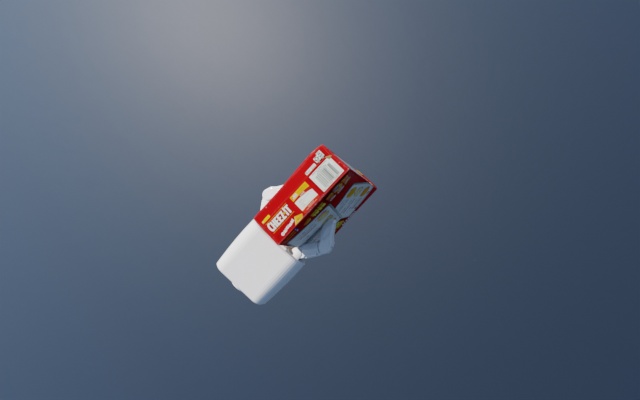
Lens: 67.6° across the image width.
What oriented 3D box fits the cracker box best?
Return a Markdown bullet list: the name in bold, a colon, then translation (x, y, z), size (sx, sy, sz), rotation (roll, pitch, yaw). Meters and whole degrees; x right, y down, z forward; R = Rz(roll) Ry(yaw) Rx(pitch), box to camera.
- **cracker box**: translation (0.000, 0.003, 0.829), size (0.072, 0.164, 0.214), rotation (45, 8, 18)
